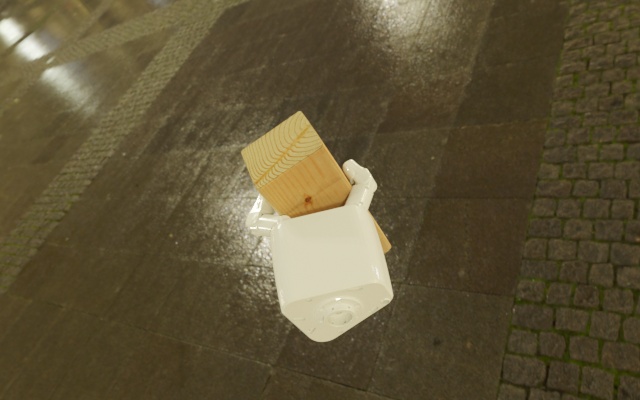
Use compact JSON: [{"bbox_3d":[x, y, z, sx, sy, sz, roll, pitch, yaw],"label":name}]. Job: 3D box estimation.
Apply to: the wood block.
[{"bbox_3d":[0.000,0.002,0.615,0.091,0.206,0.090,-34,41,4],"label":"wood block"}]
